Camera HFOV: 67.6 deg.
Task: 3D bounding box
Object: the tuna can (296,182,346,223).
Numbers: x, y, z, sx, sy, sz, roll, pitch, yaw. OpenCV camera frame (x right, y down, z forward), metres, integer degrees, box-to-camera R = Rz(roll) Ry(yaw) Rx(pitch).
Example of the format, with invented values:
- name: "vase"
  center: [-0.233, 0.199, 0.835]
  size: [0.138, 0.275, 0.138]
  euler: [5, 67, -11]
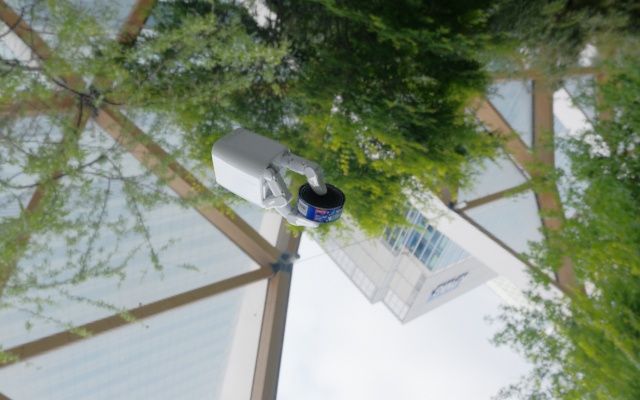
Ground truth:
- name: "tuna can"
  center: [0.000, 0.003, 0.854]
  size: [0.086, 0.034, 0.086]
  euler: [9, 33, -6]
